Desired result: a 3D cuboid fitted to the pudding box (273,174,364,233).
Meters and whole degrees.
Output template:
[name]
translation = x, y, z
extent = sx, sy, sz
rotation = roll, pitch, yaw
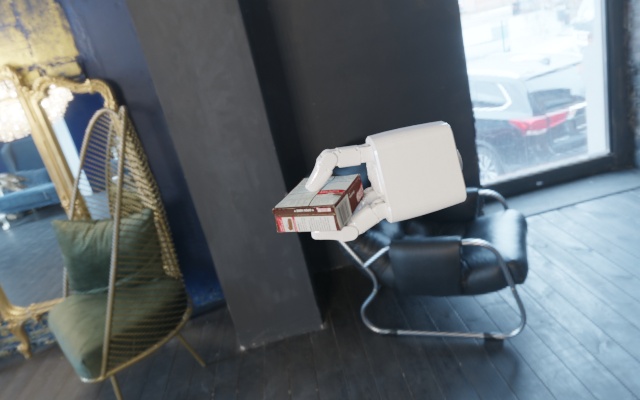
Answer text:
[pudding box]
translation = 0.000, 0.002, 0.641
extent = 0.090, 0.039, 0.113
rotation = -4, 21, 24
